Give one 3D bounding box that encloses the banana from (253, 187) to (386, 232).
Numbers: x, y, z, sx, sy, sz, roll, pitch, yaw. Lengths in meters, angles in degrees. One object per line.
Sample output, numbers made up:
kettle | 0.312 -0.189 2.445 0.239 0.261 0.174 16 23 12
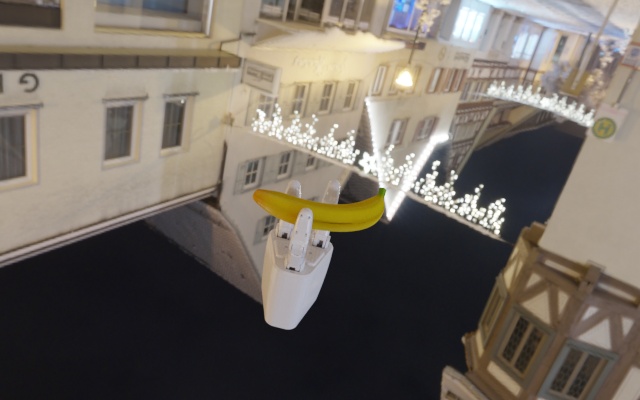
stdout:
banana | 0.008 0.013 0.650 0.198 0.037 0.069 0 37 -20
